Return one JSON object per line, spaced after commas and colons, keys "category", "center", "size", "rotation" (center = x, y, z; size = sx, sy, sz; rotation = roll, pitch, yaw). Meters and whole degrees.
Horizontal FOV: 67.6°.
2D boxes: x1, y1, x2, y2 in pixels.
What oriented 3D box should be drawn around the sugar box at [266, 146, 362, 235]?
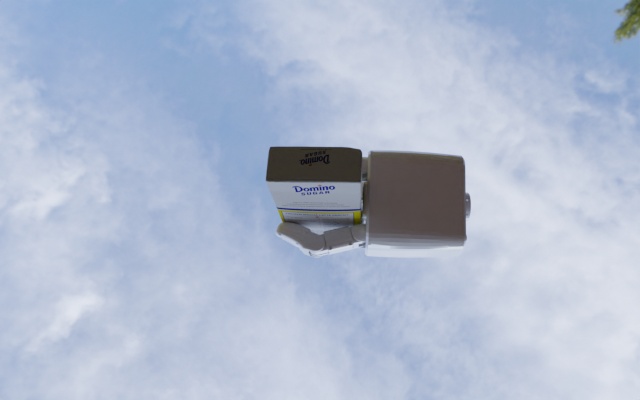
{"category": "sugar box", "center": [0.000, 0.001, 0.530], "size": [0.093, 0.048, 0.176], "rotation": [1, -27, 4]}
